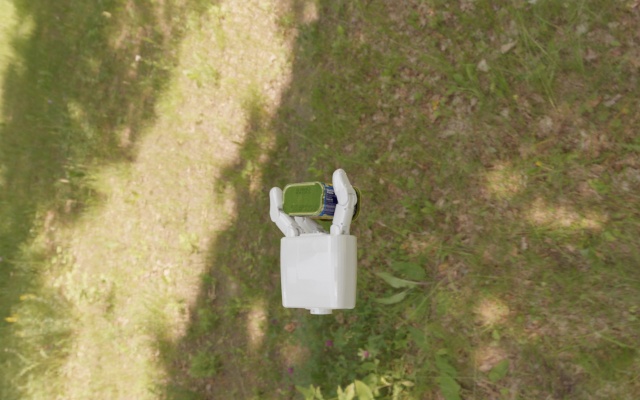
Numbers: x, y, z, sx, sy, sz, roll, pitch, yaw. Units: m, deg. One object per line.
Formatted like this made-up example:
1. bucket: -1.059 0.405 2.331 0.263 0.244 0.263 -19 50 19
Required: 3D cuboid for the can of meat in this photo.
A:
1. can of meat: 0.000 0.002 0.760 0.084 0.057 0.102 8 -8 -43
